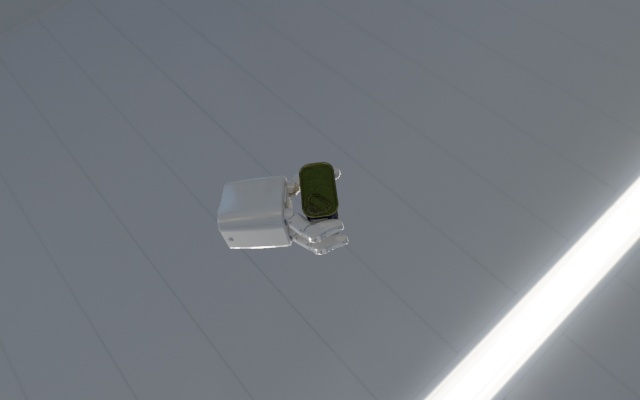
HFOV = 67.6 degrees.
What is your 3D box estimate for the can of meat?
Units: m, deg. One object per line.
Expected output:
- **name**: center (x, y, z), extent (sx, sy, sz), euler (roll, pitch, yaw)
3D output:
- **can of meat**: center (0.000, 0.003, 0.789), extent (0.057, 0.102, 0.084), euler (-8, -32, 1)
